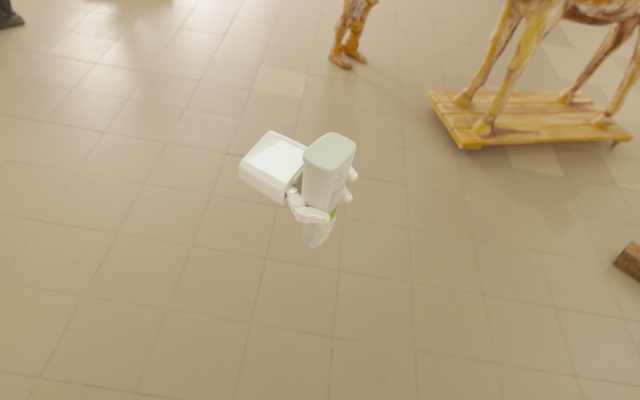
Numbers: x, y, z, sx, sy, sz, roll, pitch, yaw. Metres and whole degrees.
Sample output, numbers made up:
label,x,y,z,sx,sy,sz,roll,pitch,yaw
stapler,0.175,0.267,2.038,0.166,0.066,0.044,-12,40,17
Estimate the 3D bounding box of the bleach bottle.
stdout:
label,x,y,z,sx,sy,sz,roll,pitch,yaw
bleach bottle,0.000,0.003,0.874,0.068,0.251,0.102,29,46,17
